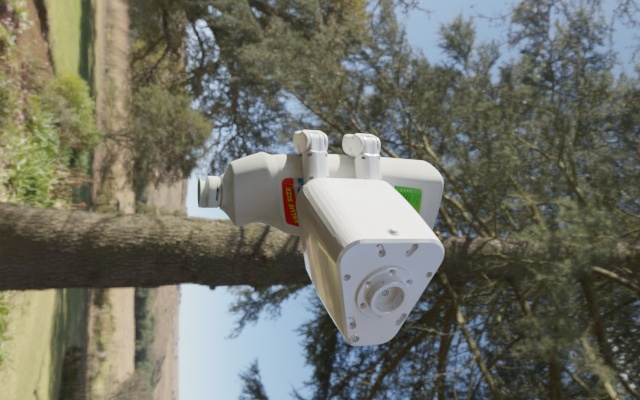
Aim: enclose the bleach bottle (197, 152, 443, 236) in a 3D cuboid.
[{"bbox_3d":[0.000,0.002,0.502,0.251,0.103,0.068,1,27,-20],"label":"bleach bottle"}]
